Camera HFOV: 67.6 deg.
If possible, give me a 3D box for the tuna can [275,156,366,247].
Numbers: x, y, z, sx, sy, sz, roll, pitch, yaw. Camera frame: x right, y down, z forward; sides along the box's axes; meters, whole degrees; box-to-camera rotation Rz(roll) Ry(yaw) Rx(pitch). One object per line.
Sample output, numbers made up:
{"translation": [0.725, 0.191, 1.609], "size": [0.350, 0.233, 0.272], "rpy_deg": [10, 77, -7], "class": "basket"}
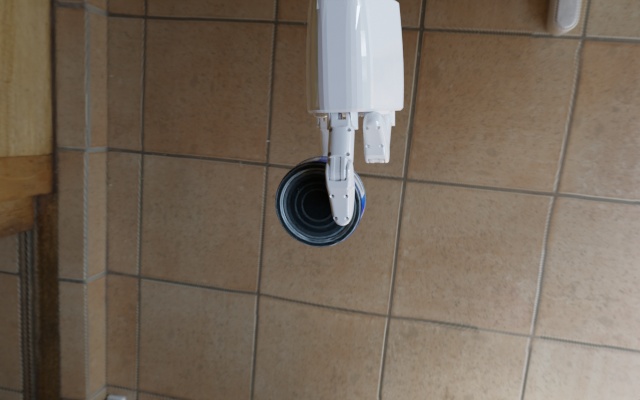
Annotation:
{"translation": [0.000, 0.002, 0.465], "size": [0.086, 0.086, 0.033], "rpy_deg": [0, 14, 11], "class": "tuna can"}
